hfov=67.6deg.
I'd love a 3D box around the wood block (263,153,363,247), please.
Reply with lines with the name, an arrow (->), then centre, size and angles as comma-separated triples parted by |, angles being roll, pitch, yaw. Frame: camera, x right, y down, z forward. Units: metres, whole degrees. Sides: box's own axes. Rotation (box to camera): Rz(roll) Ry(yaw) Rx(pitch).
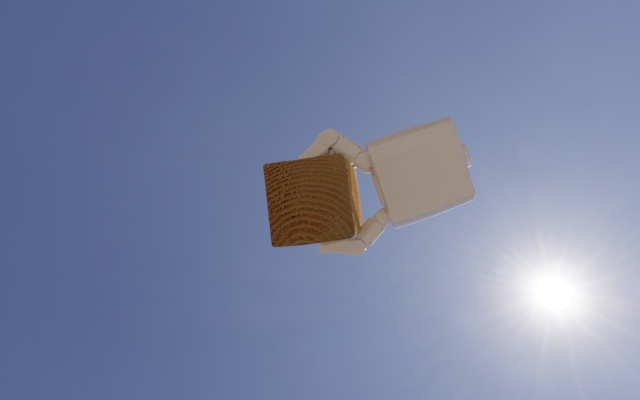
wood block -> 0.001, 0.002, 0.594 | 0.090, 0.091, 0.206 | -8, -2, 8
